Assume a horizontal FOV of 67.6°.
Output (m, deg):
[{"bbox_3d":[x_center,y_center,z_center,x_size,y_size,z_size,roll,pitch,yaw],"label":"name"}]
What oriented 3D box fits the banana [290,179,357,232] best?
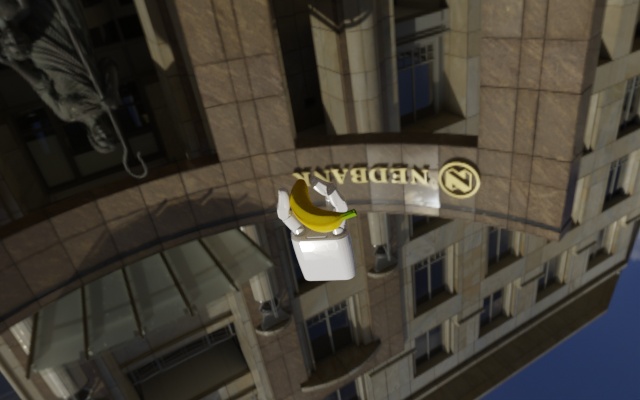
[{"bbox_3d":[-0.014,0.012,0.835,0.069,0.037,0.197,-29,31,-19],"label":"banana"}]
